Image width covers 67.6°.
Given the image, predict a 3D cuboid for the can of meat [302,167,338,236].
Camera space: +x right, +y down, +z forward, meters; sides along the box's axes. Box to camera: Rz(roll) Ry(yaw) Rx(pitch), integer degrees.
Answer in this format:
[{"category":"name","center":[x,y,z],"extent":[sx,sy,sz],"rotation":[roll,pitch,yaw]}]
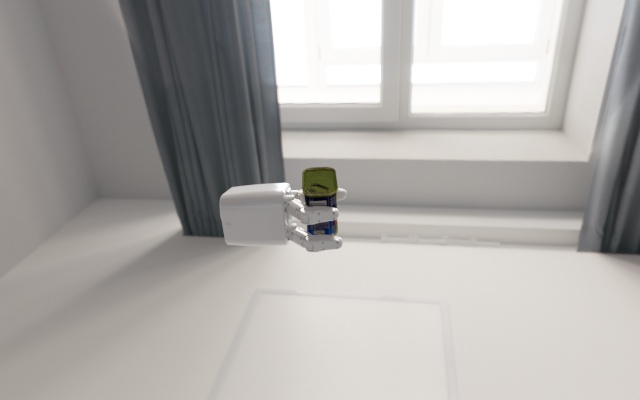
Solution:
[{"category":"can of meat","center":[0.000,0.003,0.801],"extent":[0.057,0.084,0.102],"rotation":[-3,28,0]}]
